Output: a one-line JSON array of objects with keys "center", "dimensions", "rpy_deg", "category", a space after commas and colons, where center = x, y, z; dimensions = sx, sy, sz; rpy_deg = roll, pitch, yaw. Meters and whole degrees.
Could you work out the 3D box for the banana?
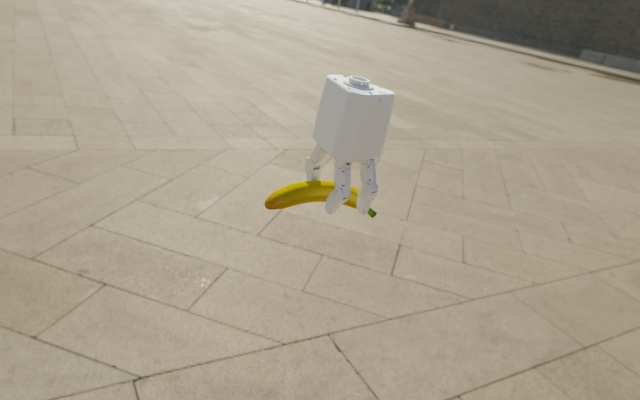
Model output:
[{"center": [-0.002, -0.007, 0.806], "dimensions": [0.198, 0.037, 0.069], "rpy_deg": [3, 31, -20], "category": "banana"}]
